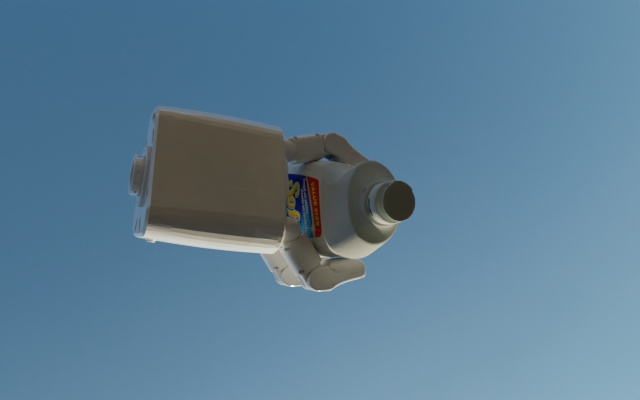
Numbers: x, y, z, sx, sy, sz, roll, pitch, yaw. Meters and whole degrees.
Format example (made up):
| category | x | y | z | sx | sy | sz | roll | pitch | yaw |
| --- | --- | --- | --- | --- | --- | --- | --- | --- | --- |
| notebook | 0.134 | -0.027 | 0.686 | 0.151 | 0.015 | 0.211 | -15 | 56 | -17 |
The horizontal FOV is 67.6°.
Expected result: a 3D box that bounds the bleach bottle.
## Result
| category | x | y | z | sx | sy | sz | roll | pitch | yaw |
| --- | --- | --- | --- | --- | --- | --- | --- | --- | --- |
| bleach bottle | 0.000 | 0.002 | 0.446 | 0.068 | 0.102 | 0.251 | 9 | -9 | -26 |
